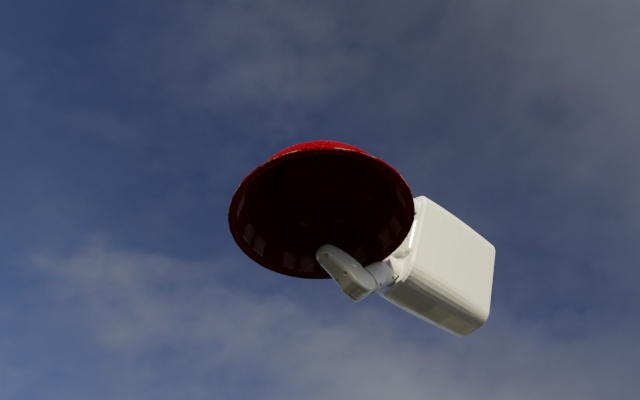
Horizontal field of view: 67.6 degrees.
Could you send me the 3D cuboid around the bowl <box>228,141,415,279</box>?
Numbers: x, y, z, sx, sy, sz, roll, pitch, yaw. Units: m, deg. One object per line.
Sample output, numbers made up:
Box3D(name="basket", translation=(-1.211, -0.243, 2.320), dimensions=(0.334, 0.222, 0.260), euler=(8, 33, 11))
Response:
Box3D(name="bowl", translation=(-0.001, 0.000, 0.432), dimensions=(0.162, 0.162, 0.055), euler=(0, 44, -4))
